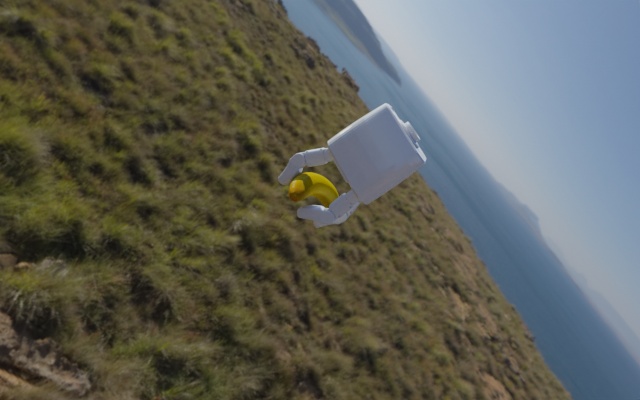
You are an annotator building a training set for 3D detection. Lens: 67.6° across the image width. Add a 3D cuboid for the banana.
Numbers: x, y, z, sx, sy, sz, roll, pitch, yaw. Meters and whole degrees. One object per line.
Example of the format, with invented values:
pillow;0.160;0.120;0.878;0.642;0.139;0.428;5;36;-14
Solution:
banana;-0.005;-0.013;0.779;0.037;0.069;0.198;-29;-23;16
